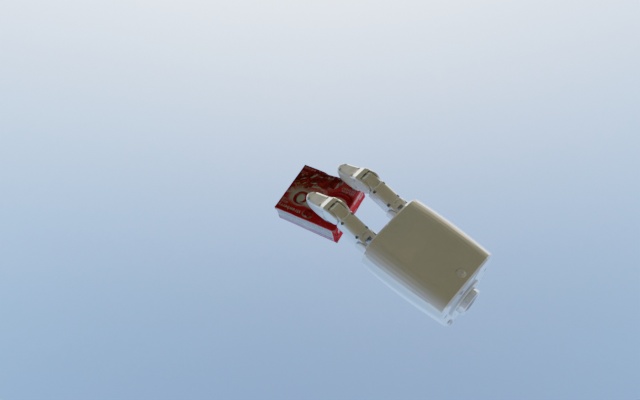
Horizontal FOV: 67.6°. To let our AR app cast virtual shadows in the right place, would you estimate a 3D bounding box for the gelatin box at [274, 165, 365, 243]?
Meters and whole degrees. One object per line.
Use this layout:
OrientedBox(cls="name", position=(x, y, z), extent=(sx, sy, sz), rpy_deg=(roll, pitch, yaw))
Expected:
OrientedBox(cls="gelatin box", position=(0.000, 0.002, 0.594), extent=(0.089, 0.073, 0.030), rpy_deg=(22, -27, 25))
